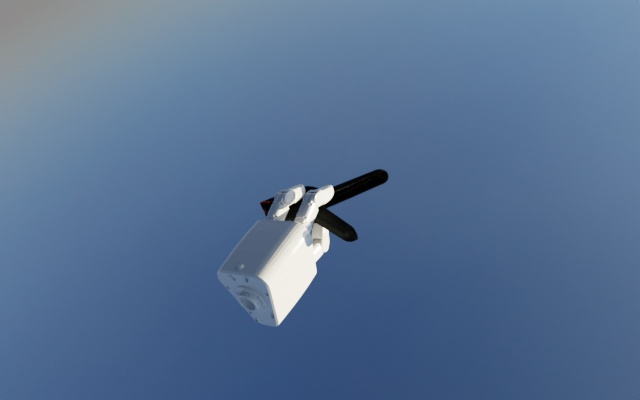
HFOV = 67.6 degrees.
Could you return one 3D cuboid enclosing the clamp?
[{"bbox_3d":[0.000,0.003,0.759,0.210,0.036,0.164,1,35,36],"label":"clamp"}]
